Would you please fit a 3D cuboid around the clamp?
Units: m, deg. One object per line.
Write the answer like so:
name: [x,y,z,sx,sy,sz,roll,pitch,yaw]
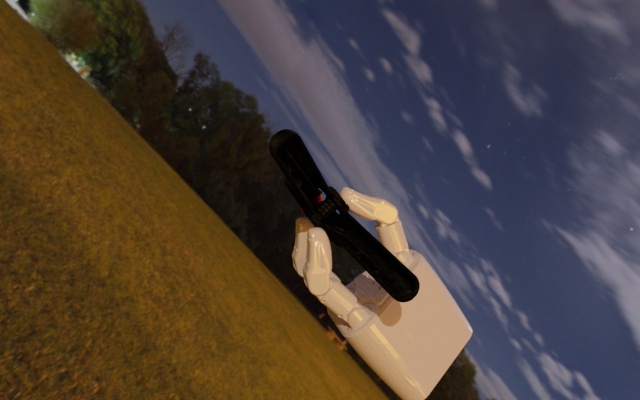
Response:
clamp: [0.001,0.001,0.444,0.036,0.164,0.210,-40,15,-5]
